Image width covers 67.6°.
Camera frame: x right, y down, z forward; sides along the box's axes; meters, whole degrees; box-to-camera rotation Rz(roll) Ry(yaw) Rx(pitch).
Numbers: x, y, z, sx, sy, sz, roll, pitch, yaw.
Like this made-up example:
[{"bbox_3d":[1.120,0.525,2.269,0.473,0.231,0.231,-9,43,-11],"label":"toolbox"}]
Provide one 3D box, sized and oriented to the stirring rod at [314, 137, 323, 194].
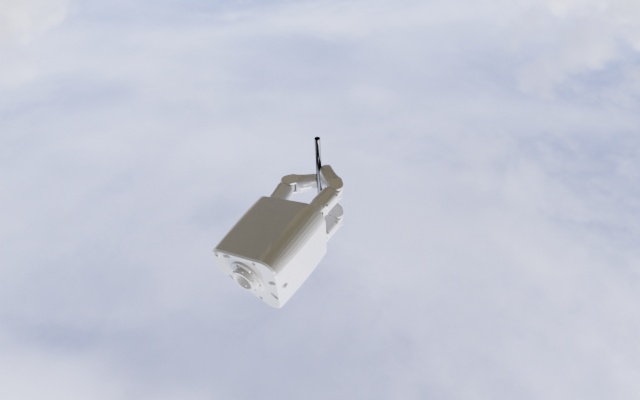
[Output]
[{"bbox_3d":[0.000,0.002,0.717,0.011,0.011,0.240,0,-44,3],"label":"stirring rod"}]
